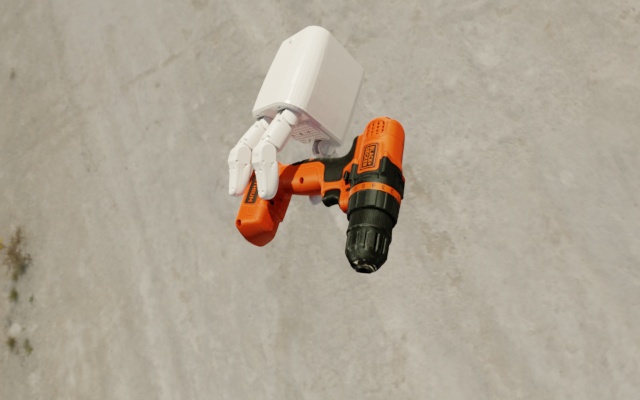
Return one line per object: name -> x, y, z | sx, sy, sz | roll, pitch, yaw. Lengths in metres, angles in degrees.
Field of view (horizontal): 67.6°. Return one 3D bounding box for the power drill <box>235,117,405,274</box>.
power drill -> 0.000, 0.002, 0.518 | 0.187, 0.184, 0.057 | -10, -43, 30
